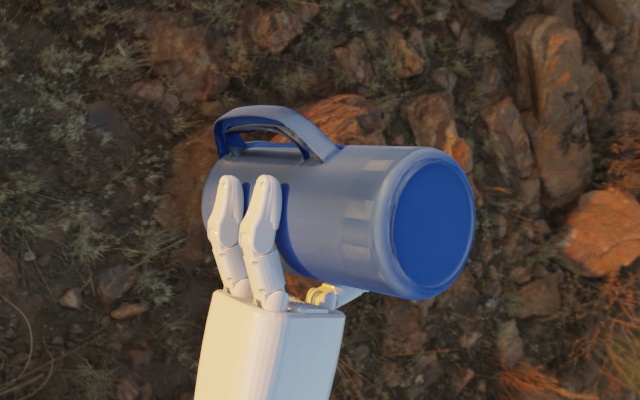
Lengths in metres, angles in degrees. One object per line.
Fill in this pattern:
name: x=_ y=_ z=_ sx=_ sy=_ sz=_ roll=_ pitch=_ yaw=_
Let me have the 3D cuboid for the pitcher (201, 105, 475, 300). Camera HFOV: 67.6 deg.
pitcher: x=0.000 y=0.002 z=0.416 sx=0.149 sy=0.145 sz=0.243 roll=14 pitch=-6 yaw=-38
